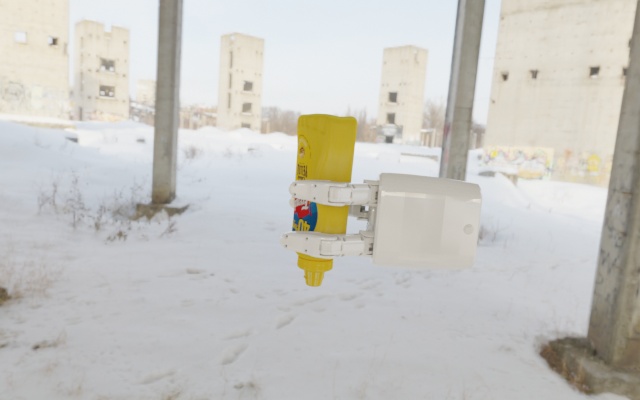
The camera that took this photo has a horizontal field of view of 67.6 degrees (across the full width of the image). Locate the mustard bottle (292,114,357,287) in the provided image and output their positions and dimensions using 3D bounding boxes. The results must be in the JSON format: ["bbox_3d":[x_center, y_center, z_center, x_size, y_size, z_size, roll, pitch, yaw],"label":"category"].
[{"bbox_3d":[0.000,0.001,0.534,0.058,0.191,0.096,1,8,-23],"label":"mustard bottle"}]
